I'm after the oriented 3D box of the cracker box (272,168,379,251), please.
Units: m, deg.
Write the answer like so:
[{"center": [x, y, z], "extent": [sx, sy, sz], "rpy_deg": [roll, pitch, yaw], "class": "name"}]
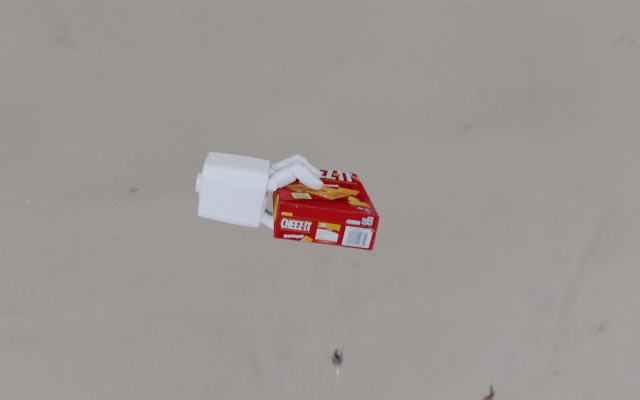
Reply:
[{"center": [0.000, 0.003, 0.840], "extent": [0.164, 0.072, 0.213], "rpy_deg": [8, 21, -9], "class": "cracker box"}]
